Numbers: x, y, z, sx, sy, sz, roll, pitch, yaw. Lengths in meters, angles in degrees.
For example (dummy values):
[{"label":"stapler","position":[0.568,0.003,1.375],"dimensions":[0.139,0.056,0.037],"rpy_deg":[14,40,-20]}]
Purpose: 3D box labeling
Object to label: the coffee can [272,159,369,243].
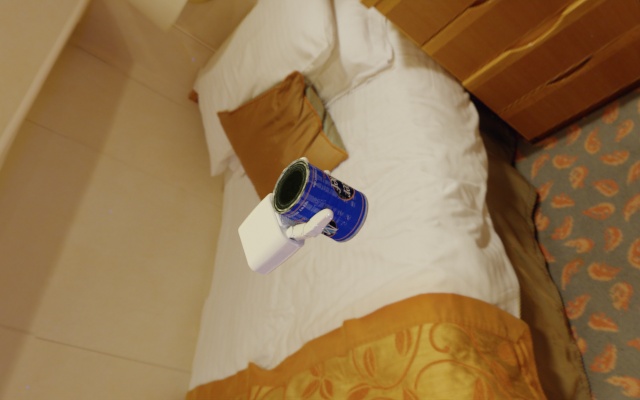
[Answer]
[{"label":"coffee can","position":[0.000,0.003,0.845],"dimensions":[0.140,0.102,0.103],"rpy_deg":[28,-15,-31]}]
